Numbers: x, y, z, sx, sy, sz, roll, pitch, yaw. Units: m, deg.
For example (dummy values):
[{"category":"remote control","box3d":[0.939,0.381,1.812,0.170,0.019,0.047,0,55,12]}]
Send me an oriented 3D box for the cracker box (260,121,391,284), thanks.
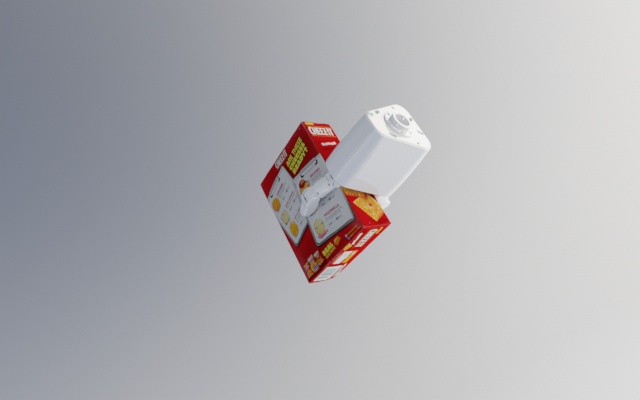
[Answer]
[{"category":"cracker box","box3d":[0.000,0.003,0.794,0.072,0.213,0.164,-3,-36,-41]}]
